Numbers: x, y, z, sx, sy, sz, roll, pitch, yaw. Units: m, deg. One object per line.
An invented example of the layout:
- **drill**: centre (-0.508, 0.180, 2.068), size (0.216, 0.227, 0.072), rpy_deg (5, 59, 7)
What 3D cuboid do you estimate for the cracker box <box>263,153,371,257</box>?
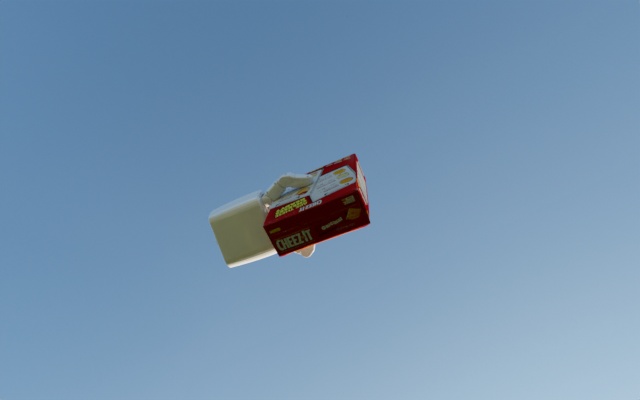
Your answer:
- **cracker box**: centre (0.000, 0.003, 0.846), size (0.164, 0.072, 0.213), rpy_deg (-22, 18, 11)
